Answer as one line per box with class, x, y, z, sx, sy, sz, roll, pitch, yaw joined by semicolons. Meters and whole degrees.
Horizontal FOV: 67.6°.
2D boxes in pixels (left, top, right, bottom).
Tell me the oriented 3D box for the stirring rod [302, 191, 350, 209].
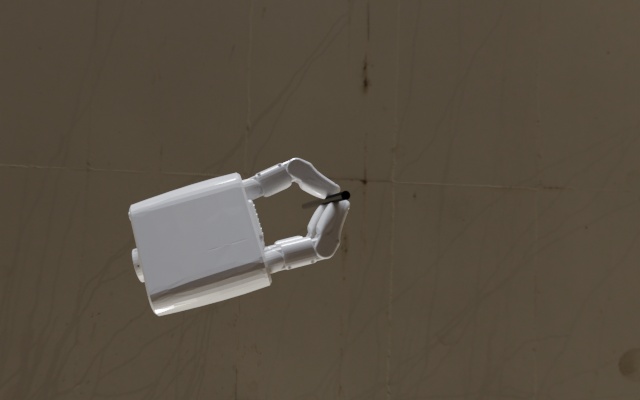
stirring rod;0.000;0.002;0.522;0.011;0.011;0.239;0;-3;-10
